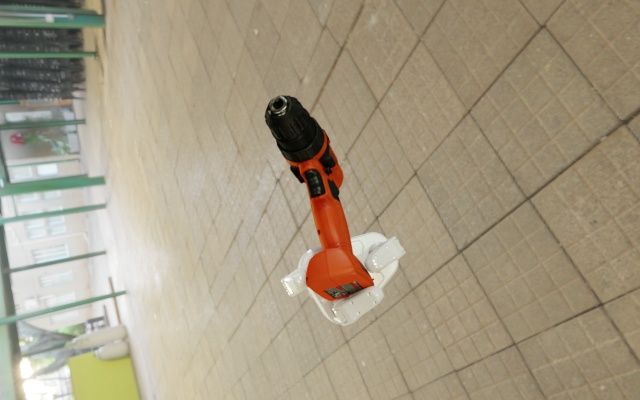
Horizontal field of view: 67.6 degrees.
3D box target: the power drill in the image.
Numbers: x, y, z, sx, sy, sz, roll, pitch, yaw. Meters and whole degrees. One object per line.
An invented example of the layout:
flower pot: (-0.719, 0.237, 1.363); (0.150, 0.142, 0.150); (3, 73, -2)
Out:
power drill: (0.000, 0.002, 0.504); (0.057, 0.187, 0.184); (-17, -25, 12)
